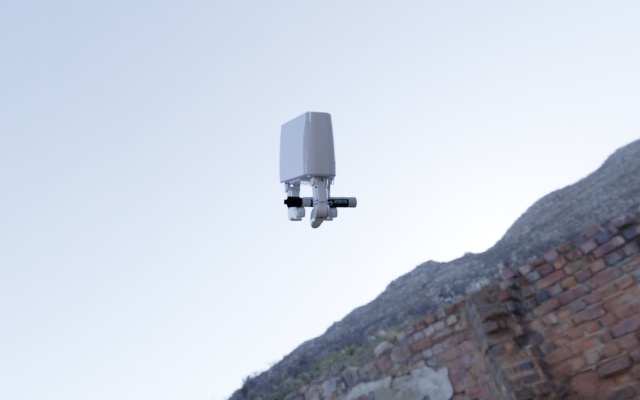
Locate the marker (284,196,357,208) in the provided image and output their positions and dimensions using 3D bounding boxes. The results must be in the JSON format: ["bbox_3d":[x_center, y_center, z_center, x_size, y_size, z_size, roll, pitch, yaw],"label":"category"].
[{"bbox_3d":[0.000,0.003,0.771,0.121,0.020,0.020,1,0,-17],"label":"marker"}]
